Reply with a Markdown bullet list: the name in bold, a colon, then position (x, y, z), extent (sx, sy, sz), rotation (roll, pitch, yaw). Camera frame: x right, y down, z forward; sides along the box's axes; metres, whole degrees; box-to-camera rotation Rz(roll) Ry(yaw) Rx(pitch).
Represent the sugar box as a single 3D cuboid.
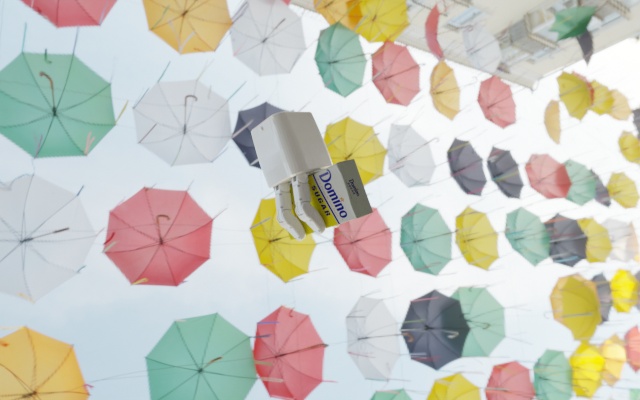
- **sugar box**: position (0.000, 0.003, 0.796), extent (0.048, 0.093, 0.176), rotation (-17, -4, -39)
